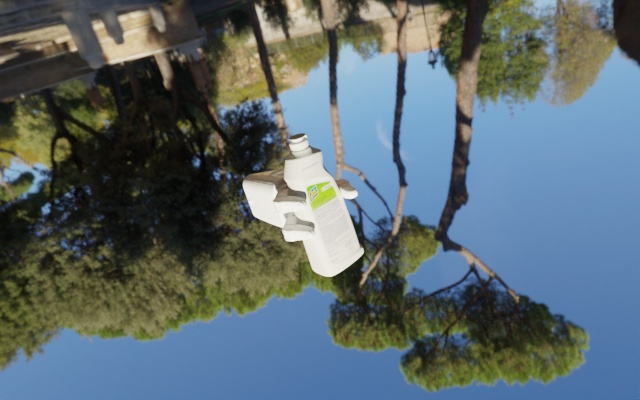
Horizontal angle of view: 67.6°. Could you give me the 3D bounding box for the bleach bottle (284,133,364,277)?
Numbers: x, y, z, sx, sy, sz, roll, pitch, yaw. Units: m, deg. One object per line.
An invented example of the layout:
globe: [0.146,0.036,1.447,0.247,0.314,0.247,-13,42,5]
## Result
bleach bottle: [0.000,0.003,0.825,0.102,0.251,0.068,-33,29,-33]
